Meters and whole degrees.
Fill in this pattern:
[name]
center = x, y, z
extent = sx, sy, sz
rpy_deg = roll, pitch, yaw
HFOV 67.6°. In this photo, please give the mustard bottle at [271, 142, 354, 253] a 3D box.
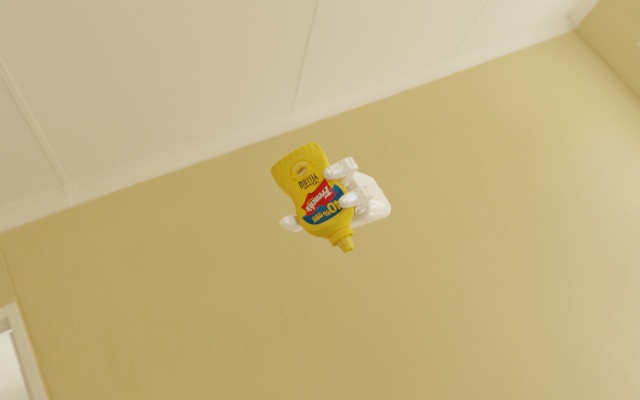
[mustard bottle]
center = 0.000, 0.002, 0.794
extent = 0.096, 0.191, 0.058
rpy_deg = -31, -19, 0
